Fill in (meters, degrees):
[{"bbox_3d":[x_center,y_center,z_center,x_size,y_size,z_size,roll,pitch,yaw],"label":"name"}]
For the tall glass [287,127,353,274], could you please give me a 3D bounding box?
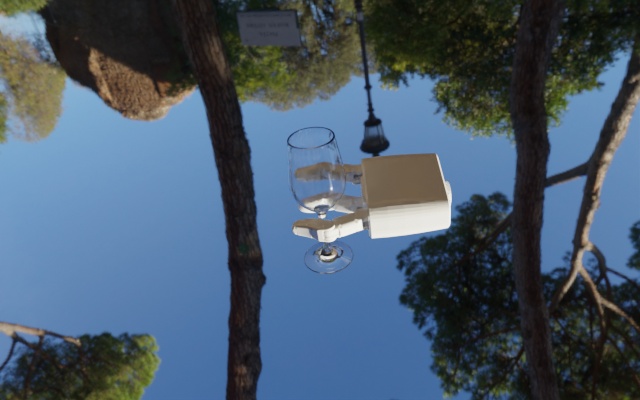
[{"bbox_3d":[0.000,0.003,0.659,0.079,0.201,0.079,-6,34,4],"label":"tall glass"}]
